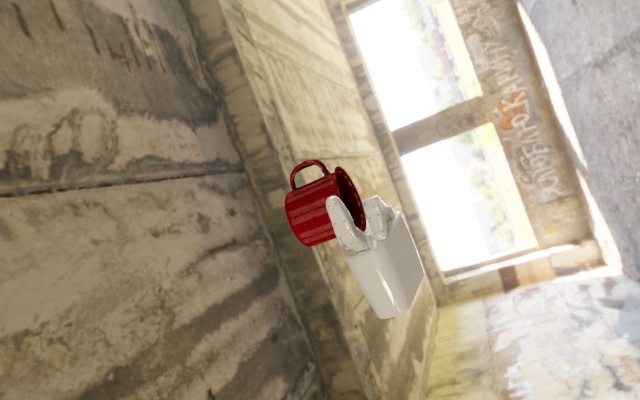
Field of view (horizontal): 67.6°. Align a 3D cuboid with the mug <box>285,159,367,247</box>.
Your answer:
[{"bbox_3d":[-0.001,0.001,0.634,0.081,0.117,0.093,-22,17,18],"label":"mug"}]
